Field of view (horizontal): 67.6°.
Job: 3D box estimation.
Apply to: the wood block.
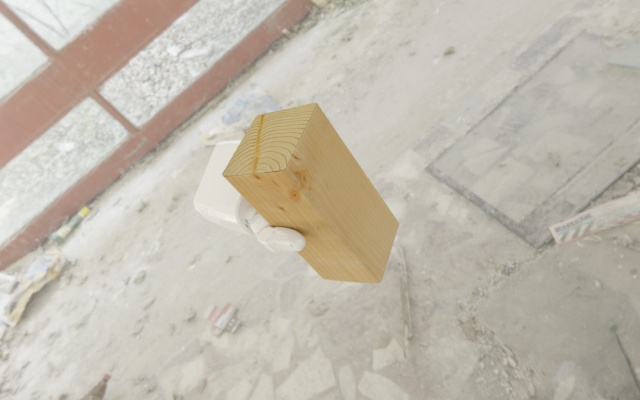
[{"bbox_3d":[0.000,0.002,0.541,0.090,0.090,0.206,-3,-39,38],"label":"wood block"}]
